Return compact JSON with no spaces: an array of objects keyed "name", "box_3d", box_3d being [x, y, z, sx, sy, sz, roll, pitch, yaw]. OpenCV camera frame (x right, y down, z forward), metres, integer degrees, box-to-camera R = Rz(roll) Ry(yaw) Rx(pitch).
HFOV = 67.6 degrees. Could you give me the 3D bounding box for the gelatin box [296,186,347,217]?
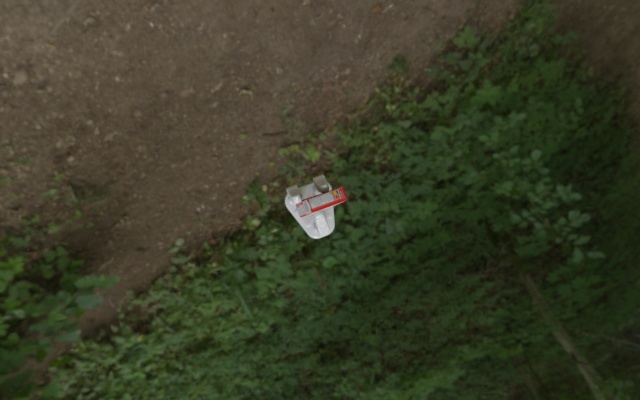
[{"name":"gelatin box","box_3d":[0.000,0.003,0.884,0.073,0.030,0.089,-19,-1,-17]}]
